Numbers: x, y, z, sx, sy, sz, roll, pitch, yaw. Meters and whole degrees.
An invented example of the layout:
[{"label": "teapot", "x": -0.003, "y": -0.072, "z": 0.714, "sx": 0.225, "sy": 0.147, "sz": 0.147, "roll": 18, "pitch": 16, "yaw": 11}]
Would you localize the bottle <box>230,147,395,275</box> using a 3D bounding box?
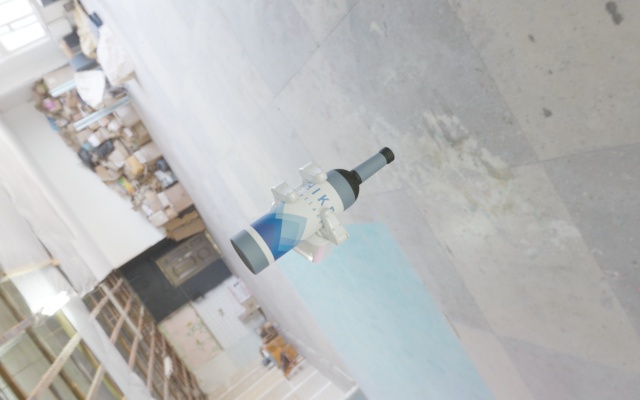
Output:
[{"label": "bottle", "x": 0.000, "y": 0.003, "z": 0.745, "sx": 0.295, "sy": 0.069, "sz": 0.069, "roll": -35, "pitch": 12, "yaw": -18}]
